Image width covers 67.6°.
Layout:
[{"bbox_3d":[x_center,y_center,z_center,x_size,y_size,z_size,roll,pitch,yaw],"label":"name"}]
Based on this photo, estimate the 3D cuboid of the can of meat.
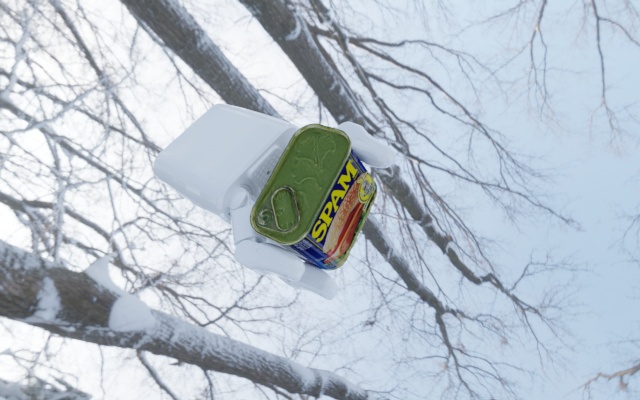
[{"bbox_3d":[0.000,0.001,0.405,0.057,0.102,0.084,20,-14,32],"label":"can of meat"}]
